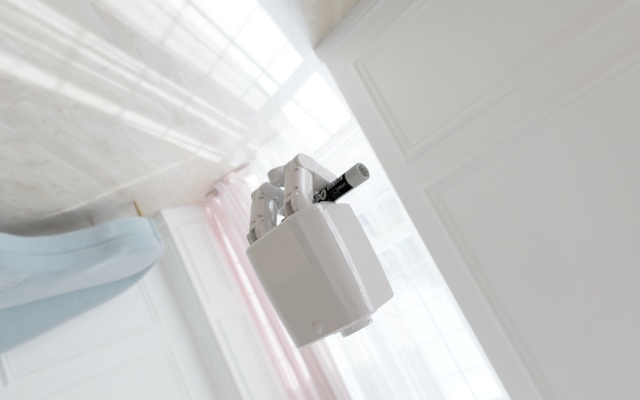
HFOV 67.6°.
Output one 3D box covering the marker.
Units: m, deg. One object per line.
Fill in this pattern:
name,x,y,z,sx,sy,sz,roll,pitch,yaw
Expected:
marker,0.000,0.001,0.471,0.020,0.020,0.121,0,-28,-48
